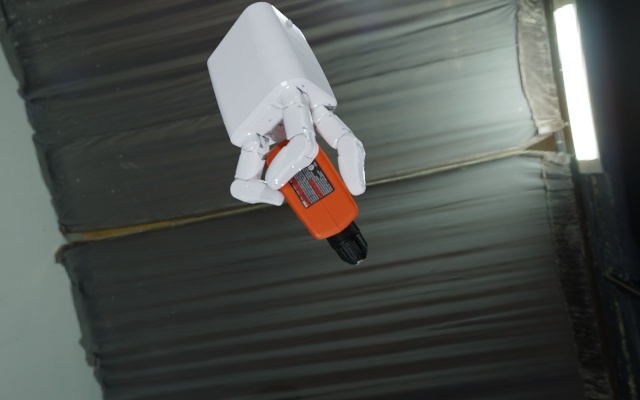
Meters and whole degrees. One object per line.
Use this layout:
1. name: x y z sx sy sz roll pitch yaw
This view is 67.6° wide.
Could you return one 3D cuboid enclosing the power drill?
1. power drill: 0.000 0.002 0.552 0.057 0.184 0.187 -35 -2 -2
